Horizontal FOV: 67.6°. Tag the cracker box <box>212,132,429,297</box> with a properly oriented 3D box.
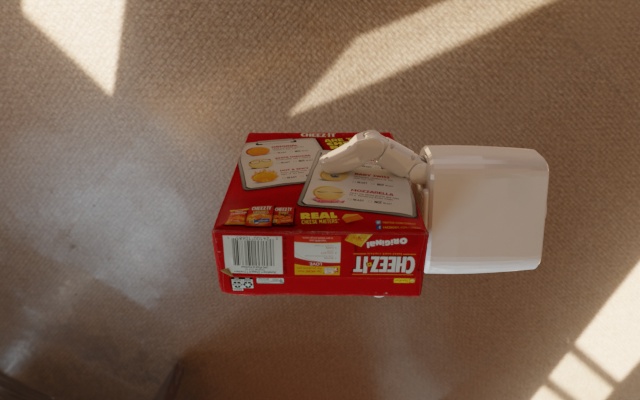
[{"bbox_3d":[0.000,0.001,0.459,0.164,0.072,0.213,0,28,0],"label":"cracker box"}]
